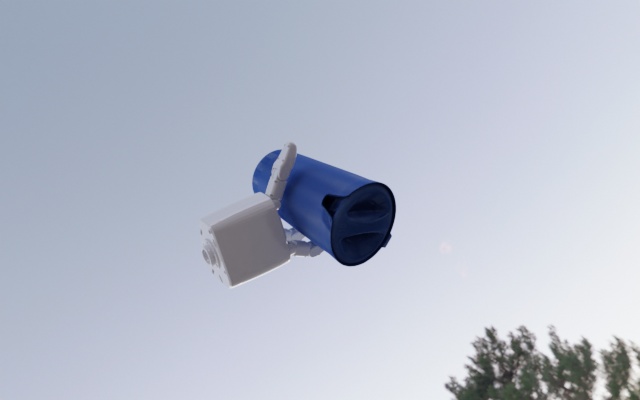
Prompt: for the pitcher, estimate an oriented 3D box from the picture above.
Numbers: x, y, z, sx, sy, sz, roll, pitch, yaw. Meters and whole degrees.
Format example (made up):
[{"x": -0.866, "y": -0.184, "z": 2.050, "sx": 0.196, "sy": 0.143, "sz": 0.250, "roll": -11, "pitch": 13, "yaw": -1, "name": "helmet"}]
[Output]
[{"x": 0.000, "y": 0.003, "z": 0.784, "sx": 0.145, "sy": 0.149, "sz": 0.242, "roll": -24, "pitch": 34, "yaw": -31, "name": "pitcher"}]
